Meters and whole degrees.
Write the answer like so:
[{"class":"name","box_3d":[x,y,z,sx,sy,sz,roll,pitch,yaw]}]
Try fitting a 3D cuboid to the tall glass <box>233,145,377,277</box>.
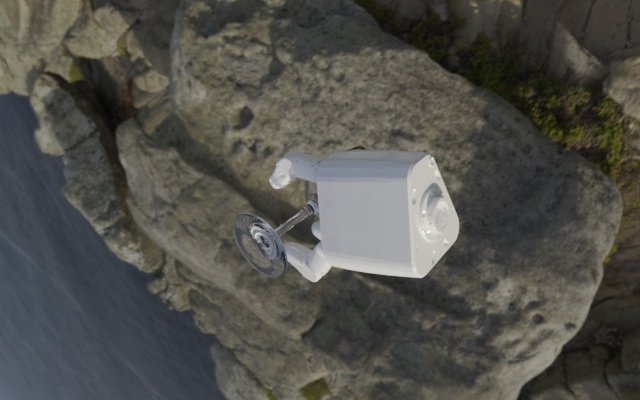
[{"class":"tall glass","box_3d":[0.000,0.002,0.544,0.079,0.079,0.201,0,27,44]}]
